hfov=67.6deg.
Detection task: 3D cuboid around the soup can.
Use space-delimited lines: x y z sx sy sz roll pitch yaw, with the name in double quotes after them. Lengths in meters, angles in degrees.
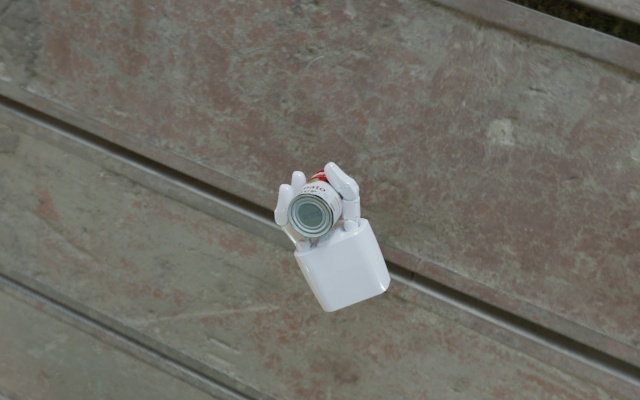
0.000 0.002 0.687 0.068 0.068 0.102 0 23 19 "soup can"
